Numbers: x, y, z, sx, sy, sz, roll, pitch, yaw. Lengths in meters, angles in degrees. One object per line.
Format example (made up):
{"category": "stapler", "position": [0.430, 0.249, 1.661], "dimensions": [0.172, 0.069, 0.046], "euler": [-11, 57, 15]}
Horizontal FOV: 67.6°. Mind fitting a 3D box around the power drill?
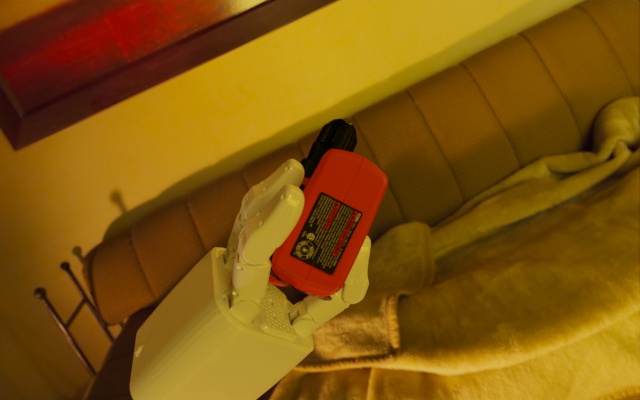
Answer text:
{"category": "power drill", "position": [0.000, 0.002, 0.425], "dimensions": [0.057, 0.184, 0.187], "euler": [24, -3, -8]}
